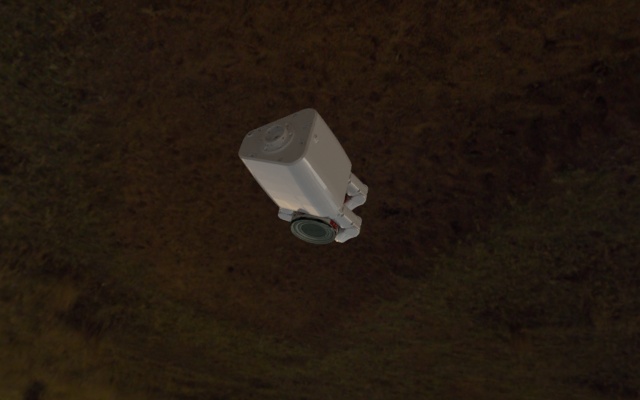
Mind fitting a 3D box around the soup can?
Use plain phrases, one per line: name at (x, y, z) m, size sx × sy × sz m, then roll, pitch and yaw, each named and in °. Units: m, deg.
soup can at (0.000, 0.003, 0.683) m, size 0.068 × 0.102 × 0.068 m, roll 10°, pitch -32°, yaw 6°
